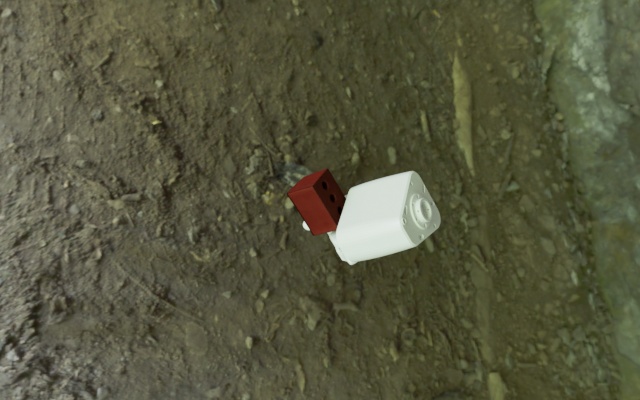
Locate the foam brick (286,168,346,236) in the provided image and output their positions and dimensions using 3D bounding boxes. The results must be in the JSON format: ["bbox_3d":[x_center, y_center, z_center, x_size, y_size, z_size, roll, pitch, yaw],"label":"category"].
[{"bbox_3d":[0.000,0.002,0.693,0.051,0.078,0.053,-18,22,40],"label":"foam brick"}]
